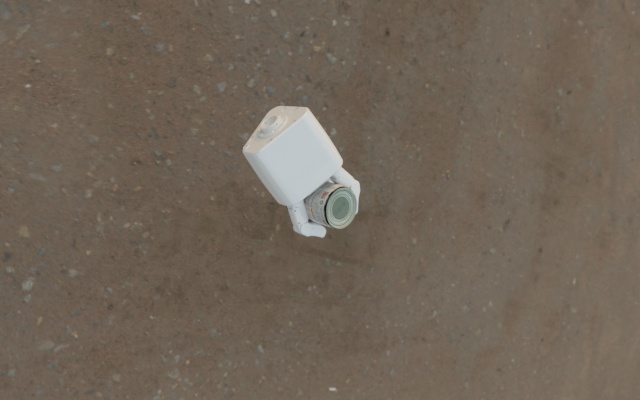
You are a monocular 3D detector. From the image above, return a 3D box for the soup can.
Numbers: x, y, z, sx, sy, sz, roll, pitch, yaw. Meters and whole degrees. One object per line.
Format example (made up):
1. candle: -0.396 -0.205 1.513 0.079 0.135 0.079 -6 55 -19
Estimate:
1. soup can: 0.000 0.003 0.760 0.068 0.068 0.102 0 10 -41
